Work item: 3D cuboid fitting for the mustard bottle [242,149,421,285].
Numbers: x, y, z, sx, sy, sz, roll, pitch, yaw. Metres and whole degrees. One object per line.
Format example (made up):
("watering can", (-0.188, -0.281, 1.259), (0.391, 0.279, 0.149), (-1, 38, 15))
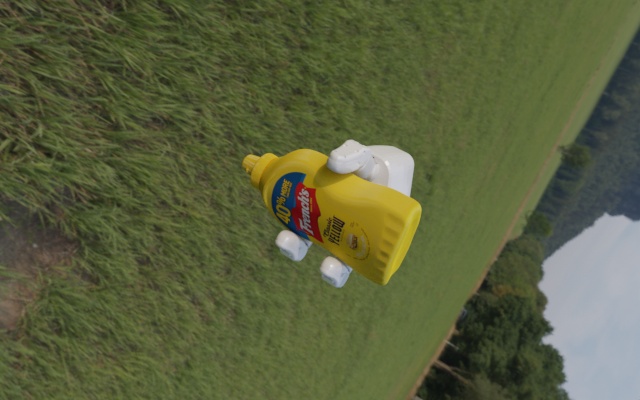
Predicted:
("mustard bottle", (0.000, 0.002, 0.482), (0.191, 0.096, 0.058), (29, 45, 19))
